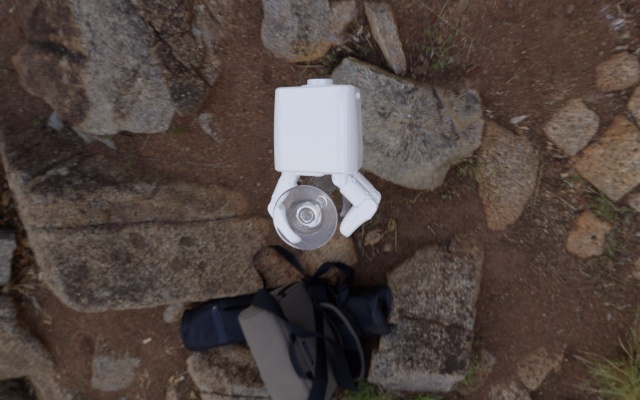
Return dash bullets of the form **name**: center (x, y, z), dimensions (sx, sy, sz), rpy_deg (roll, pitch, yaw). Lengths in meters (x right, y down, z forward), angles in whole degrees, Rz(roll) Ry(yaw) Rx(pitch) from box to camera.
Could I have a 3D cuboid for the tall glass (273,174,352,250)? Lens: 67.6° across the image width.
- **tall glass**: center (0.000, 0.002, 0.631), dimensions (0.079, 0.079, 0.201), rpy_deg (0, 10, 11)
